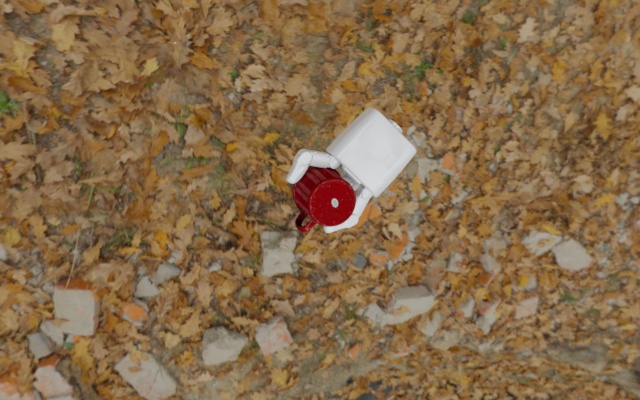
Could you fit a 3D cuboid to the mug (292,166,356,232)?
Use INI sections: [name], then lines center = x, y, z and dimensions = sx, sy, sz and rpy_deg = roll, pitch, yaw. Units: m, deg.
[mug]
center = -0.001, 0.004, 0.783
dimensions = 0.093, 0.117, 0.081
rpy_deg = 41, 1, -24
